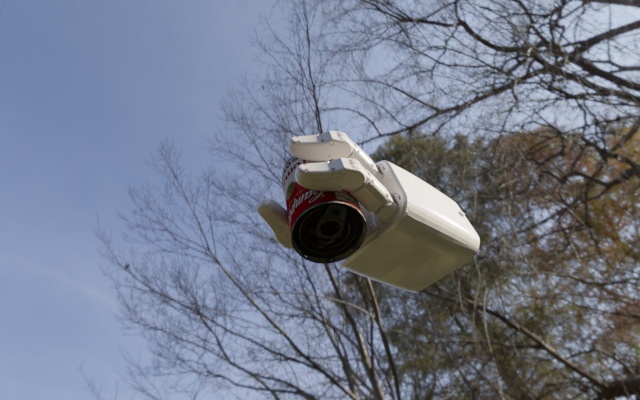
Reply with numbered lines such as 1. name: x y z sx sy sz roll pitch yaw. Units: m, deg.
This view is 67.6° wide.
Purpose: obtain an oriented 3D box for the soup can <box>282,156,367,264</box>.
1. soup can: 0.000 0.001 0.459 0.068 0.068 0.102 0 34 -11
